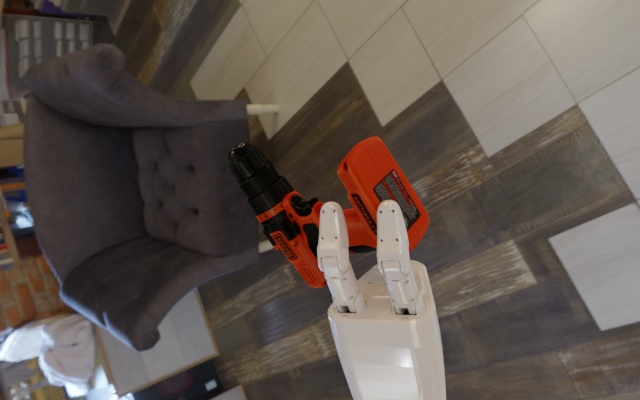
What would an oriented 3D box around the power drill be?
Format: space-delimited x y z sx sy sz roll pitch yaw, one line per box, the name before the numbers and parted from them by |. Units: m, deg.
power drill | 0.000 0.002 0.476 0.057 0.184 0.188 -44 15 -35
